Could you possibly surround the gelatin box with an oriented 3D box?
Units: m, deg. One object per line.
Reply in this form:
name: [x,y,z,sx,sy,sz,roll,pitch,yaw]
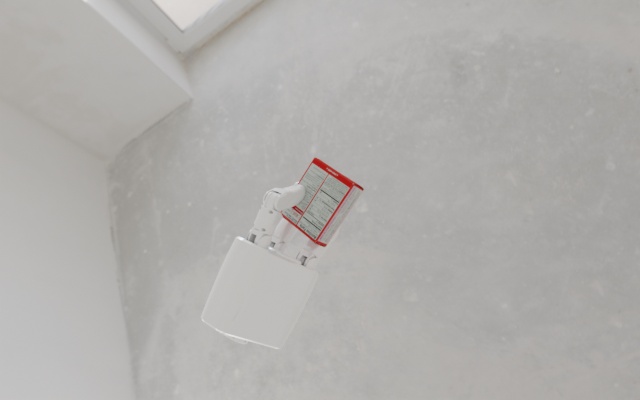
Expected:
gelatin box: [0.000,0.002,0.599,0.073,0.089,0.030,36,7,35]
